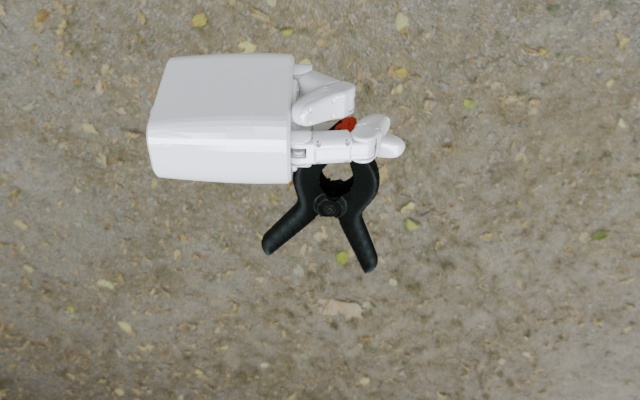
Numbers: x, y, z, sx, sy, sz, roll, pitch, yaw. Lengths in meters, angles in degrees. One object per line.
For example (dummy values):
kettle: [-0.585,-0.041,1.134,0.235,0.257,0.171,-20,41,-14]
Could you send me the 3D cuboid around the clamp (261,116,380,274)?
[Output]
clamp: [0.000,0.002,0.453,0.120,0.172,0.039,0,35,-1]
